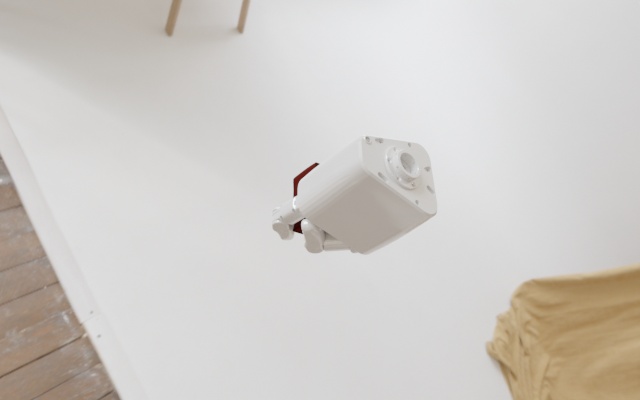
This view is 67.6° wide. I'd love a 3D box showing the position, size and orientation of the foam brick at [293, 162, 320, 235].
[{"bbox_3d":[0.000,0.002,0.593,0.053,0.078,0.051,19,-36,-31],"label":"foam brick"}]
